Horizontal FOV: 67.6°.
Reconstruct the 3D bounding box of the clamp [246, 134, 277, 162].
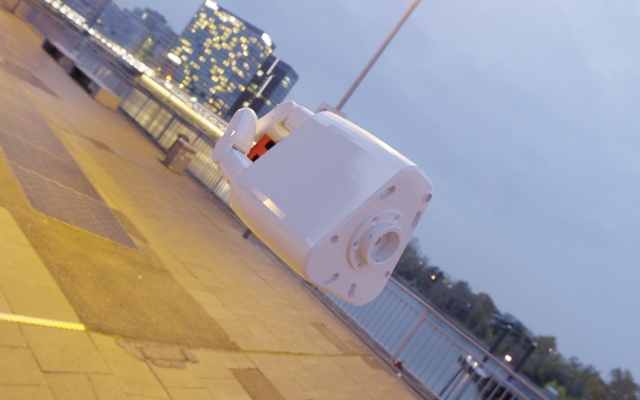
[{"bbox_3d":[0.000,0.001,0.465,0.171,0.039,0.120,36,4,-46],"label":"clamp"}]
